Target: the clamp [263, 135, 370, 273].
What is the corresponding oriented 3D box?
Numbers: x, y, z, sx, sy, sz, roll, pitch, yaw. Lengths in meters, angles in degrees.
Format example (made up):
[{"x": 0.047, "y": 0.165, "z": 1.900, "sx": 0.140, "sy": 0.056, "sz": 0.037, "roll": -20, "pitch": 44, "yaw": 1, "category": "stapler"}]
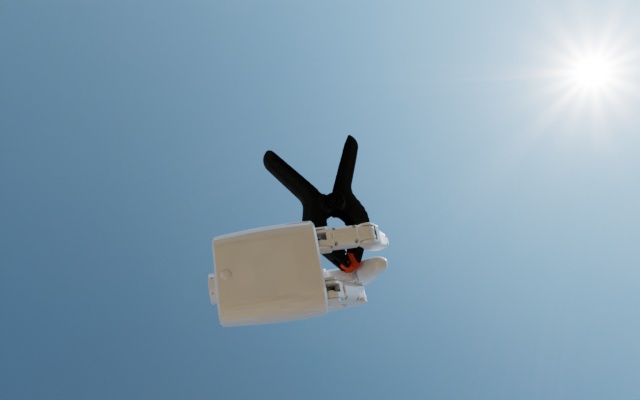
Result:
[{"x": 0.000, "y": 0.002, "z": 0.560, "sx": 0.120, "sy": 0.171, "sz": 0.039, "roll": -7, "pitch": -23, "yaw": -9, "category": "clamp"}]
